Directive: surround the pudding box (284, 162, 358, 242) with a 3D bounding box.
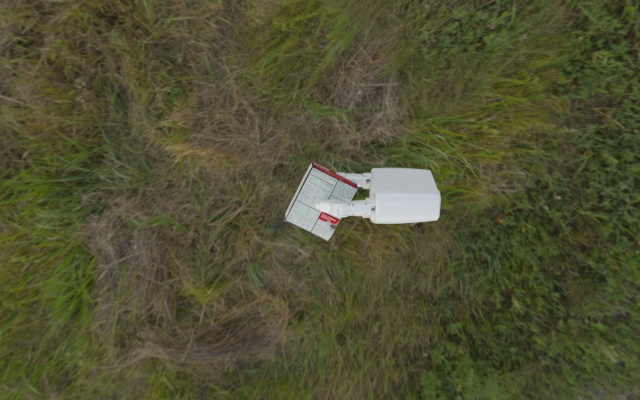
[{"bbox_3d":[0.000,0.003,0.825,0.090,0.113,0.039,26,13,-8],"label":"pudding box"}]
